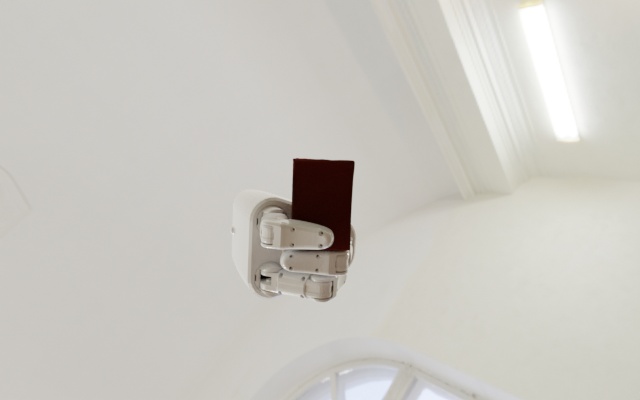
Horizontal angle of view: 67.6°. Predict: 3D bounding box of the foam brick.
[{"bbox_3d":[0.000,0.001,0.423,0.053,0.078,0.051,3,8,-4],"label":"foam brick"}]
